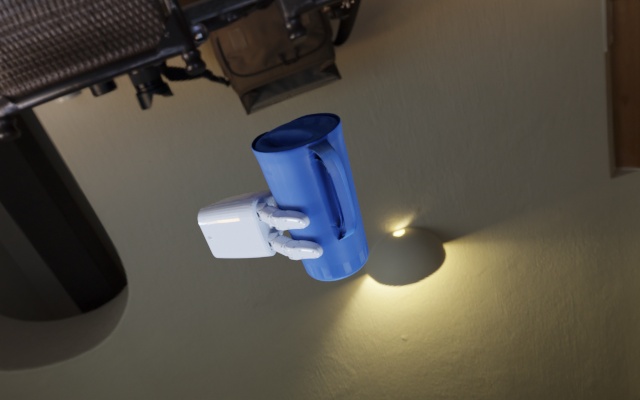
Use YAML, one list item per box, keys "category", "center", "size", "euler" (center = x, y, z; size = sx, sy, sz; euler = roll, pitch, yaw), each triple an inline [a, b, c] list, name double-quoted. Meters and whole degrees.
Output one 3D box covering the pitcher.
- category: "pitcher"
  center: [0.000, 0.002, 0.720]
  size: [0.145, 0.243, 0.149]
  euler: [-8, 28, 21]
